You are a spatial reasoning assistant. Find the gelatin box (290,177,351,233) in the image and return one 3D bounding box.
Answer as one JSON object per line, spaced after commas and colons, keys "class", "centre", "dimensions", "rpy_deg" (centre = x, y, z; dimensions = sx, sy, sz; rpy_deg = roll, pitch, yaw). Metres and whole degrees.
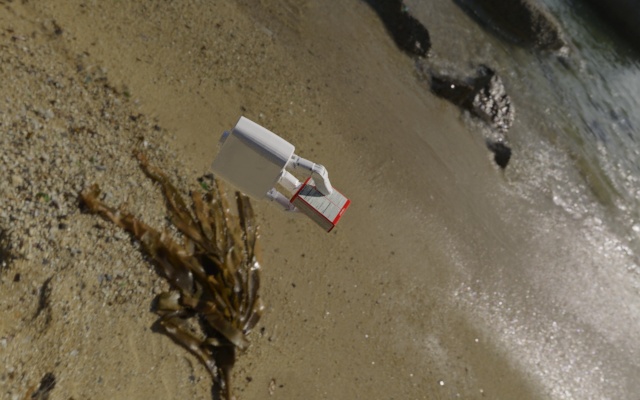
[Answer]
{"class": "gelatin box", "centre": [0.001, 0.003, 0.844], "dimensions": [0.030, 0.089, 0.073], "rpy_deg": [-51, 2, 45]}
